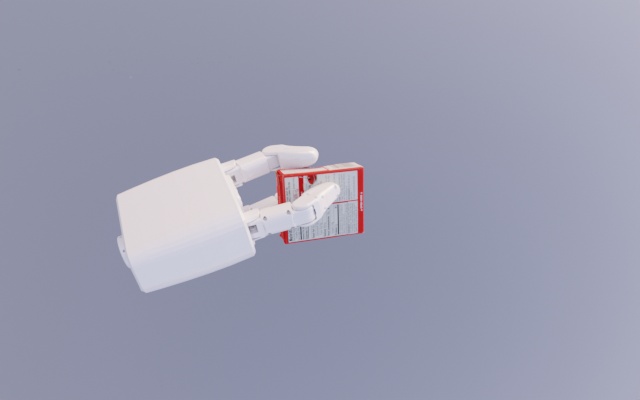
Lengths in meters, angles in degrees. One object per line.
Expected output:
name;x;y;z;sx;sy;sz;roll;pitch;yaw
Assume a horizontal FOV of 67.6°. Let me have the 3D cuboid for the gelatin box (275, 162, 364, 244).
gelatin box;0.001;0.002;0.496;0.089;0.073;0.030;-7;17;-15
